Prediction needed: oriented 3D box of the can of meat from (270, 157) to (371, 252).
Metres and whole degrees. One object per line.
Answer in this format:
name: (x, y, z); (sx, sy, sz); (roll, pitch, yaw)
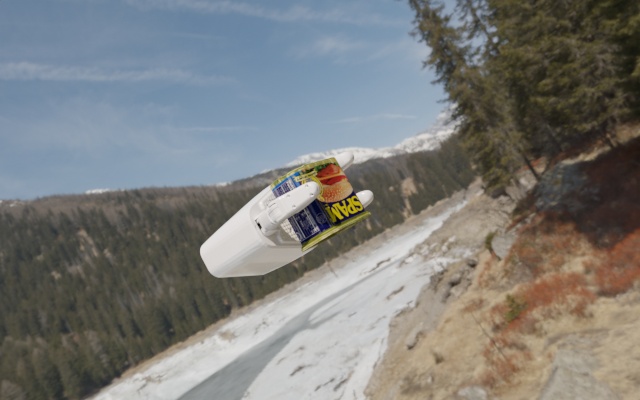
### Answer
can of meat: (0.000, 0.002, 0.559); (0.057, 0.084, 0.102); (-34, -8, 36)
